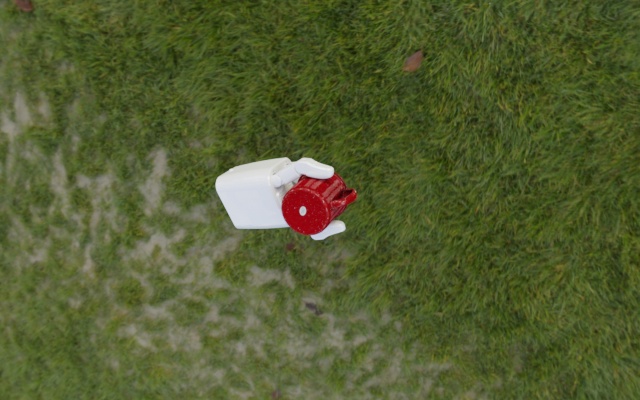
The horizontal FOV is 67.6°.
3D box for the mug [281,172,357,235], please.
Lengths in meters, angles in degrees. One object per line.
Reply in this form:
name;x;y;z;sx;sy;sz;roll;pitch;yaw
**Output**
mug;0.001;0.002;0.750;0.117;0.093;0.081;-6;19;24
